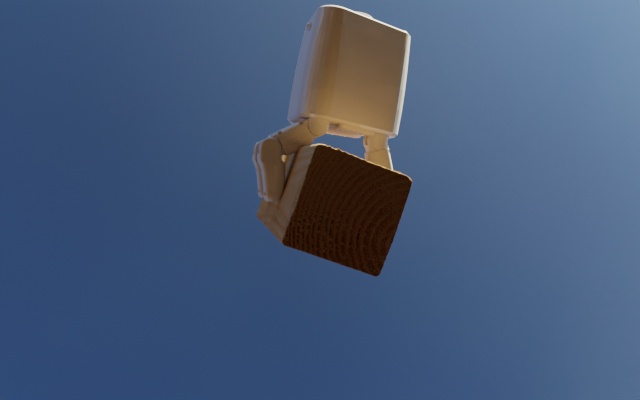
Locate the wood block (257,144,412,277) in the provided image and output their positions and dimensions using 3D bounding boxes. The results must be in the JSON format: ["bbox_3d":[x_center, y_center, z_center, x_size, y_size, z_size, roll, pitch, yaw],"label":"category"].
[{"bbox_3d":[0.000,0.001,0.488,0.091,0.090,0.206,19,0,-14],"label":"wood block"}]
